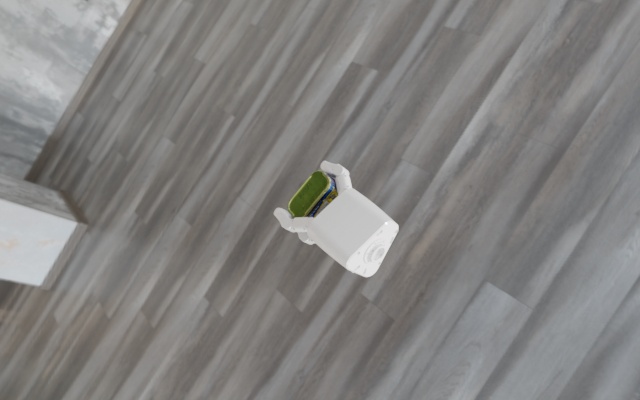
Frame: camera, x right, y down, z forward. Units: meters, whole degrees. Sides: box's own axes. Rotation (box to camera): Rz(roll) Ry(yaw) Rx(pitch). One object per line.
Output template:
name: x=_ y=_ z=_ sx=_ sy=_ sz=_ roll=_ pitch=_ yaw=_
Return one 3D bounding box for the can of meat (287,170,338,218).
can of meat: x=0.000 y=0.003 z=0.876 sx=0.057 sy=0.102 sz=0.084 roll=45 pitch=9 yaw=38
